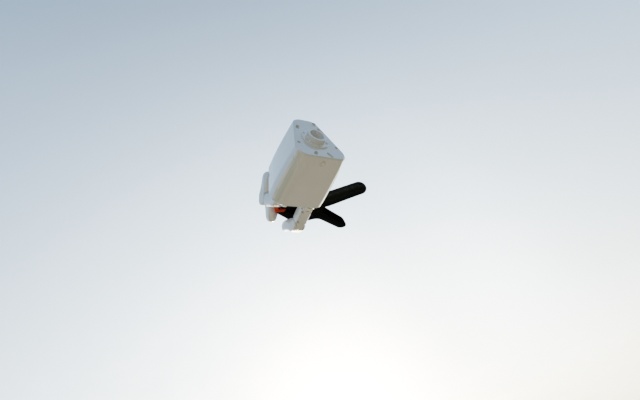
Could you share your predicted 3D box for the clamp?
[{"bbox_3d":[0.000,0.003,0.879,0.171,0.120,0.039,5,41,-33],"label":"clamp"}]
